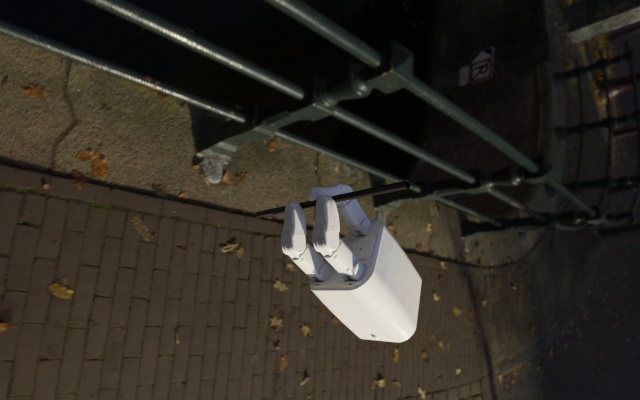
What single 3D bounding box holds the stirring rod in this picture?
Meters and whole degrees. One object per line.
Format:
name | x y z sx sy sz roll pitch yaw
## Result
stirring rod | 0.000 0.002 0.531 0.011 0.011 0.239 0 -8 -43
